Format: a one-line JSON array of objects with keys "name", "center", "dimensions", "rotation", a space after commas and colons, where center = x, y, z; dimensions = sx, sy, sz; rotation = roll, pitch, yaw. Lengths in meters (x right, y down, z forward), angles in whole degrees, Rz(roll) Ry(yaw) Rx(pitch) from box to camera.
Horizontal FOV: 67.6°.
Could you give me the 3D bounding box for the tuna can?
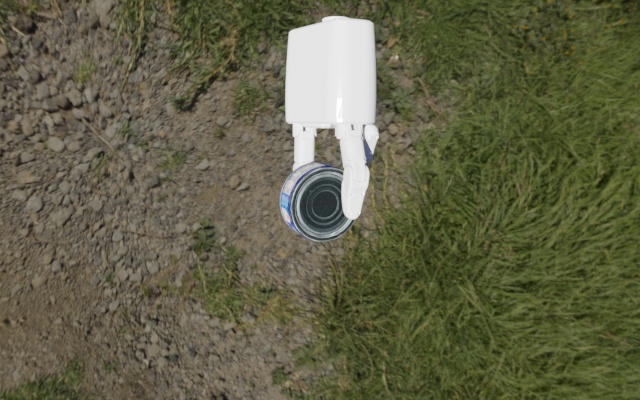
[{"name": "tuna can", "center": [0.000, 0.002, 0.528], "dimensions": [0.086, 0.086, 0.033], "rotation": [0, 12, -24]}]
